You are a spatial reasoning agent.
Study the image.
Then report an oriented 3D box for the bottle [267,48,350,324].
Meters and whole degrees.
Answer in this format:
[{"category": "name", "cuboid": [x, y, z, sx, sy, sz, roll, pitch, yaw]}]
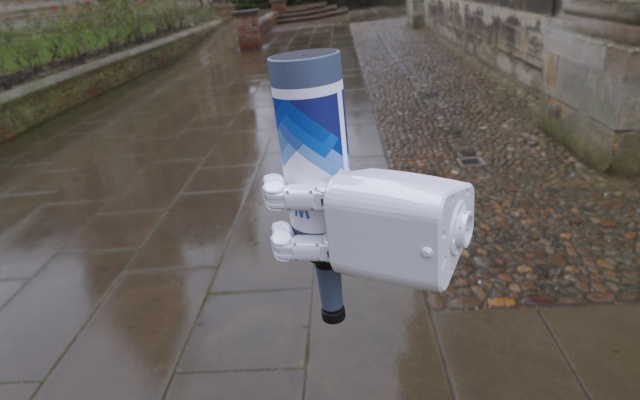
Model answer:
[{"category": "bottle", "cuboid": [0.000, 0.001, 0.491, 0.069, 0.296, 0.069, -5, 24, 2]}]
